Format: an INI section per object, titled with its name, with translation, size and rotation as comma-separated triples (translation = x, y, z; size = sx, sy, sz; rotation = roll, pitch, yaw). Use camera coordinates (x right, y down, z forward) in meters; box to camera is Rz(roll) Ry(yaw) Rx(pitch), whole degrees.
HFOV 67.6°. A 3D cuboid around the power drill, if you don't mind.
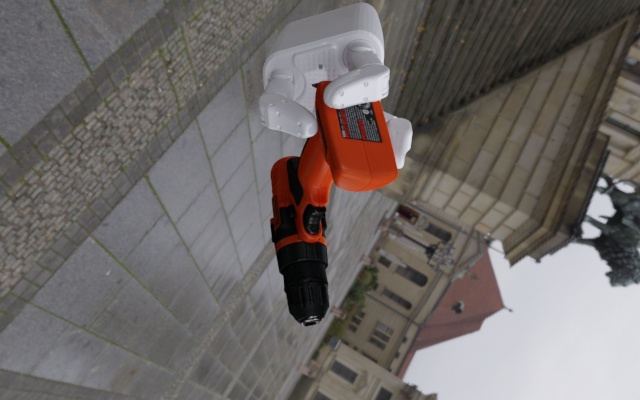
[power drill]
translation = 0.000, 0.001, 0.435
size = 0.057, 0.184, 0.188
rotation = 3, -32, -23
